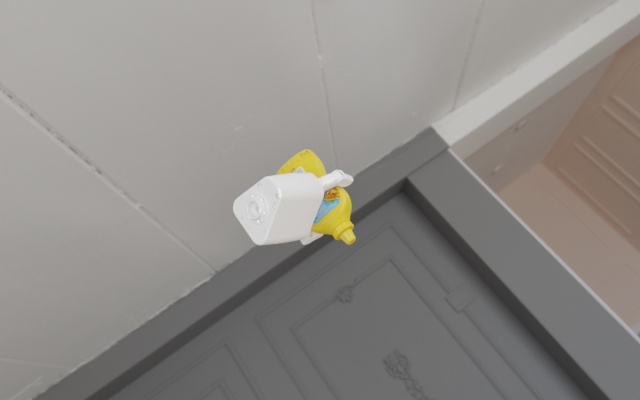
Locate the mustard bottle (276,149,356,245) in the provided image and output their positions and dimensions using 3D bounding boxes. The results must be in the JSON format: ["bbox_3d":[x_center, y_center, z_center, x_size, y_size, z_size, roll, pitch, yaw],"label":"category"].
[{"bbox_3d":[0.000,0.003,0.874,0.096,0.191,0.058,-41,-22,7],"label":"mustard bottle"}]
